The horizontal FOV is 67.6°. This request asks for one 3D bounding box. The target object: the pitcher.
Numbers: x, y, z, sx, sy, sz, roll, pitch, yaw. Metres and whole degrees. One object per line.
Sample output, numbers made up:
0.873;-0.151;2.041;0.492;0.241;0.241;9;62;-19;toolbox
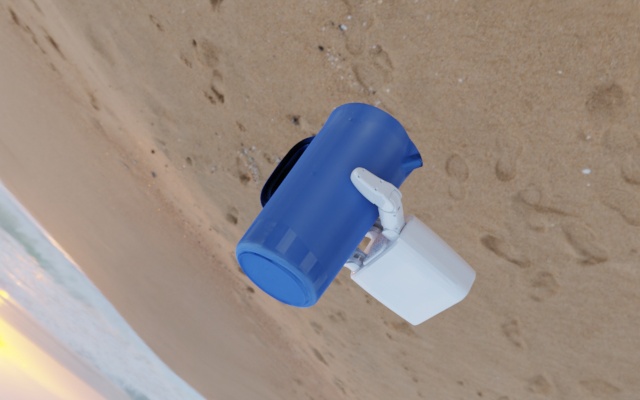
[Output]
0.000;0.002;0.583;0.145;0.242;0.149;40;-31;-5;pitcher
